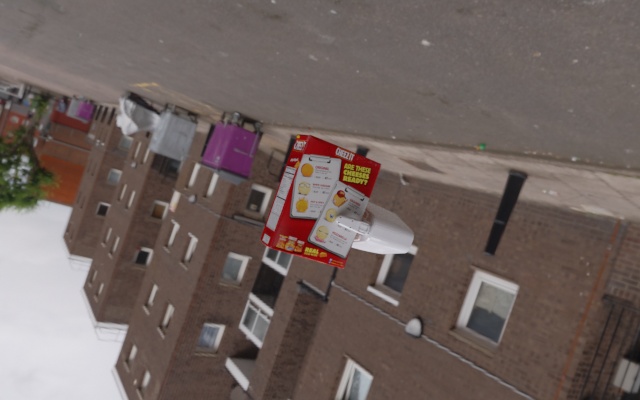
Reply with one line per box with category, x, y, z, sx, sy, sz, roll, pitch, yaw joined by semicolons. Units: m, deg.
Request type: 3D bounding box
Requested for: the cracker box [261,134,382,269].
cracker box;0.000;0.003;0.898;0.164;0.213;0.072;19;1;-28
